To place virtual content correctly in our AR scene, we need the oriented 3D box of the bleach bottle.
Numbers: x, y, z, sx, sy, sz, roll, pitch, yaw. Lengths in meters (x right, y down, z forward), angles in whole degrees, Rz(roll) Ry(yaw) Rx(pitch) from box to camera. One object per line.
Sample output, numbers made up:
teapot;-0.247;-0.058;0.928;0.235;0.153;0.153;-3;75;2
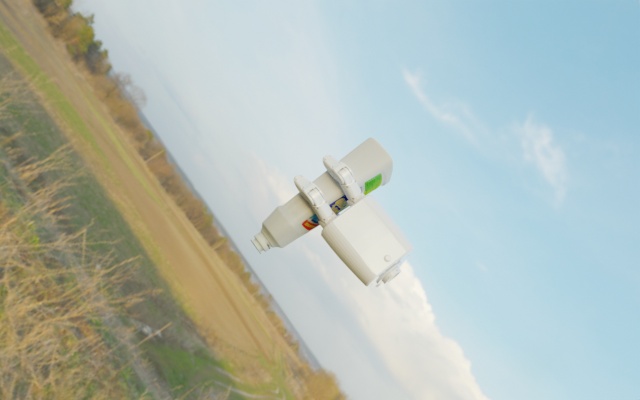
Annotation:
bleach bottle;0.000;0.002;0.765;0.251;0.068;0.103;-36;-18;-12
